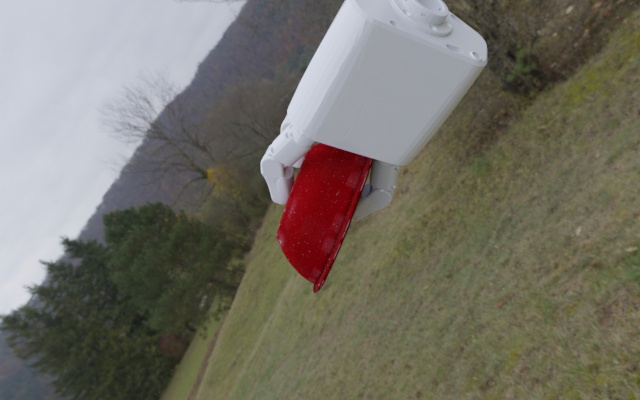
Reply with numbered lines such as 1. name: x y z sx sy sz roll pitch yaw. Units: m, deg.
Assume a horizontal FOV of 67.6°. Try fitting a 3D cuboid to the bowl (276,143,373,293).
1. bowl: -0.001 0.002 0.450 0.055 0.162 0.162 21 0 0
